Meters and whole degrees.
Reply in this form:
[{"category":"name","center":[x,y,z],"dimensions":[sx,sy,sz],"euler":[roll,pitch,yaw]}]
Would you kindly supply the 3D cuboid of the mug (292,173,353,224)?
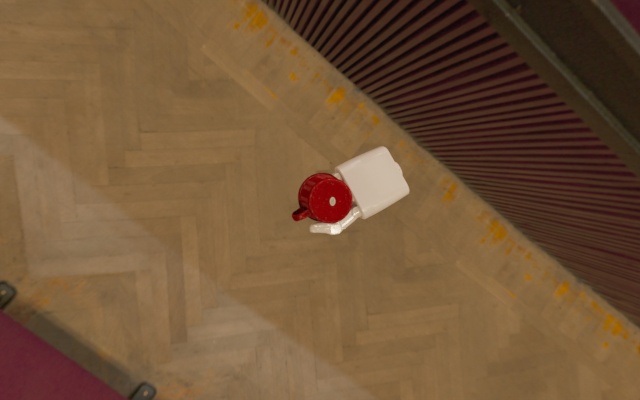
[{"category":"mug","center":[-0.001,0.003,0.866],"dimensions":[0.117,0.093,0.081],"euler":[-28,10,-8]}]
